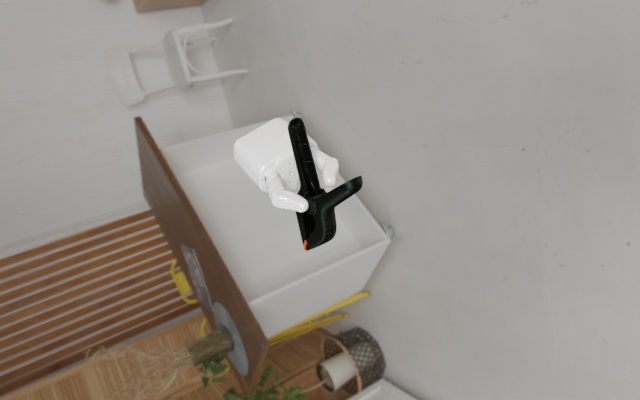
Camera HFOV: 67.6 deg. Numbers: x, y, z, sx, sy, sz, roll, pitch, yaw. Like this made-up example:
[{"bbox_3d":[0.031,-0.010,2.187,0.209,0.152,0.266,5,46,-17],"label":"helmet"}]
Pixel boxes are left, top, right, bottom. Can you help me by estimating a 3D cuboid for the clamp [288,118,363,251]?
[{"bbox_3d":[-0.001,0.003,0.707,0.036,0.210,0.164,-19,41,-27],"label":"clamp"}]
